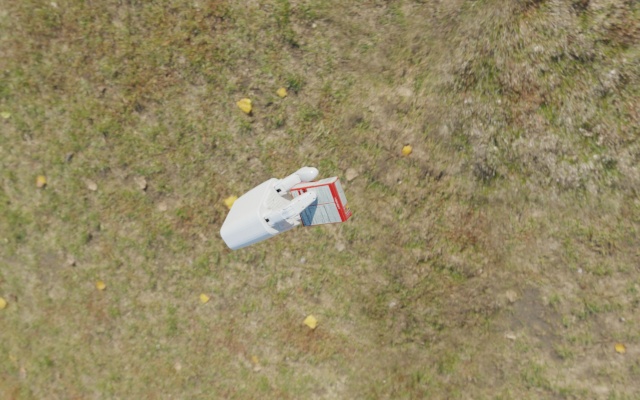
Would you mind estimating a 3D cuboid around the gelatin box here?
[{"bbox_3d":[0.000,0.003,0.810,0.089,0.073,0.030,-8,22,33],"label":"gelatin box"}]
